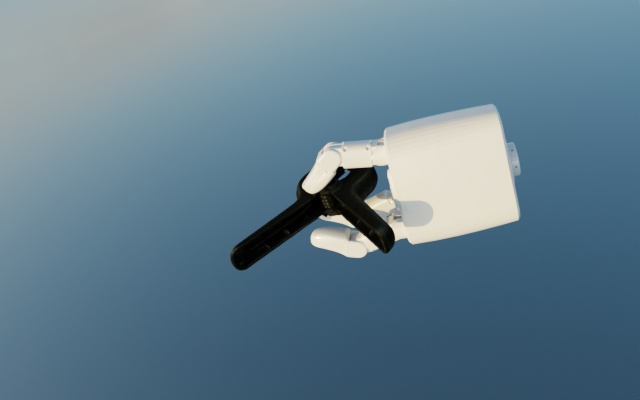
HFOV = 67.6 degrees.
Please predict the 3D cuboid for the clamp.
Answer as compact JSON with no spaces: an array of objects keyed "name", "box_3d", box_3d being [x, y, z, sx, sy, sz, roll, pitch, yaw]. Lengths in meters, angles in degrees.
[{"name":"clamp","box_3d":[0.000,0.001,0.513,0.164,0.036,0.209,-12,28,16]}]
